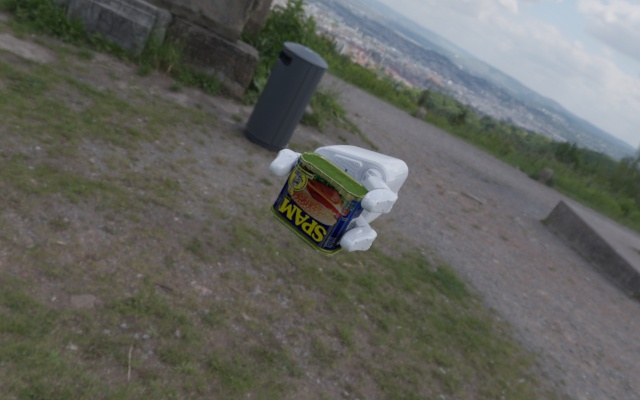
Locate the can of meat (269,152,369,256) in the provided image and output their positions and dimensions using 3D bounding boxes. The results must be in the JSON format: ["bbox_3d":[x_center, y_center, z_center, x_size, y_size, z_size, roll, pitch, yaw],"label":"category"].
[{"bbox_3d":[0.000,0.002,0.577,0.102,0.084,0.057,38,23,19],"label":"can of meat"}]
